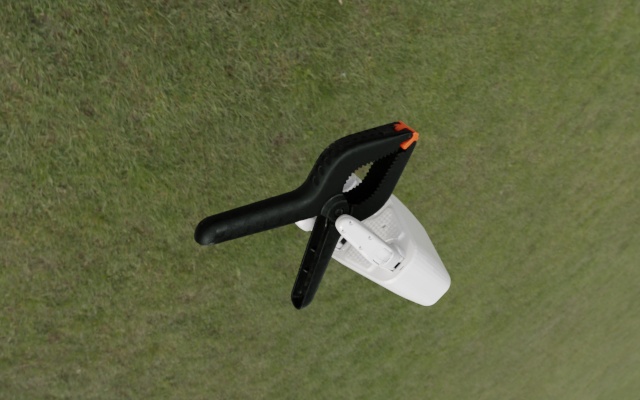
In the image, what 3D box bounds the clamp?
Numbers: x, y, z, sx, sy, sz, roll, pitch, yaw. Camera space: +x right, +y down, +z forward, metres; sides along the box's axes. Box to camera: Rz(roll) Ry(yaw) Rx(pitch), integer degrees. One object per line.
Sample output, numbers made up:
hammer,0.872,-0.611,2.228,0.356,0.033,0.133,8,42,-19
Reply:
clamp,0.001,0.002,0.435,0.165,0.210,0.036,36,9,-45
